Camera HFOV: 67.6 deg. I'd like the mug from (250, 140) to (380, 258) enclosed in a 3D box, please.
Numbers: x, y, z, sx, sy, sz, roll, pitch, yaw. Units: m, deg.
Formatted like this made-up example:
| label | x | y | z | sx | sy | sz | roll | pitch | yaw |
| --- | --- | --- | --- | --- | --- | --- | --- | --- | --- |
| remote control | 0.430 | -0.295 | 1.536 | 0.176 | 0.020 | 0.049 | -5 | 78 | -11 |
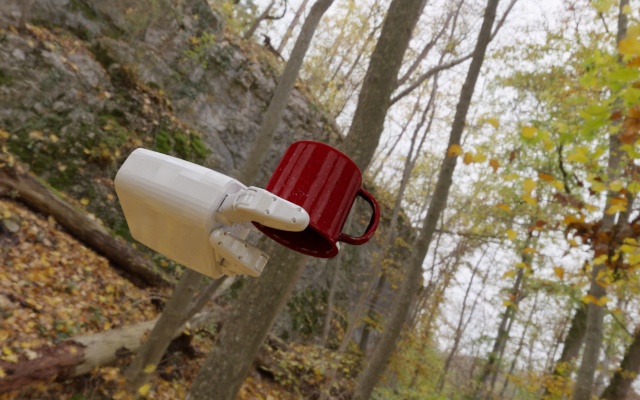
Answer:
| label | x | y | z | sx | sy | sz | roll | pitch | yaw |
| --- | --- | --- | --- | --- | --- | --- | --- | --- | --- |
| mug | 0.001 | 0.002 | 0.452 | 0.117 | 0.081 | 0.093 | 20 | -23 | 12 |
